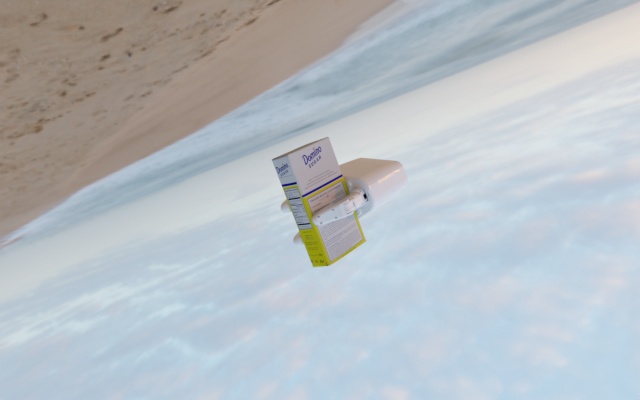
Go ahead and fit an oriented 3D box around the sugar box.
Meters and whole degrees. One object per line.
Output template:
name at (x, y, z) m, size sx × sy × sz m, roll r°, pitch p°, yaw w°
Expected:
sugar box at (0.000, 0.002, 0.721) m, size 0.093 × 0.176 × 0.048 m, roll -29°, pitch 11°, yaw -41°
